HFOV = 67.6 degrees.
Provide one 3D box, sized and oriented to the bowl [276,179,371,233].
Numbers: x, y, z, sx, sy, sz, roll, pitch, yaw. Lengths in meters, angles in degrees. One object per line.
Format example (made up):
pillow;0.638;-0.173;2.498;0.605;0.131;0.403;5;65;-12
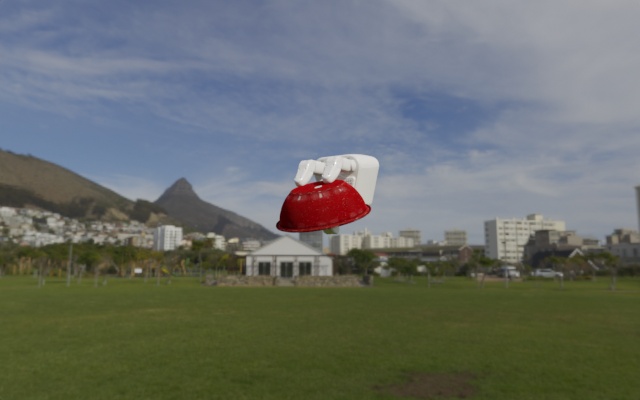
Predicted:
bowl;0.000;0.002;0.788;0.162;0.055;0.162;-10;12;2
